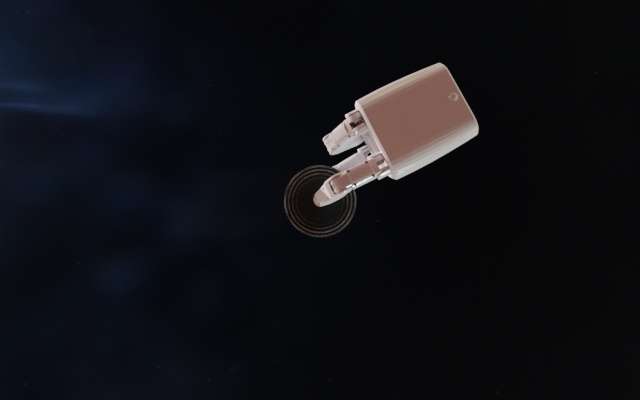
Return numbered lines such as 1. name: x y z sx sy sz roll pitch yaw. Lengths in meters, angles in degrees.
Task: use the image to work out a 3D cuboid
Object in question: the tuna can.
1. tuna can: 0.000 0.002 0.582 0.086 0.086 0.034 0 -5 2
